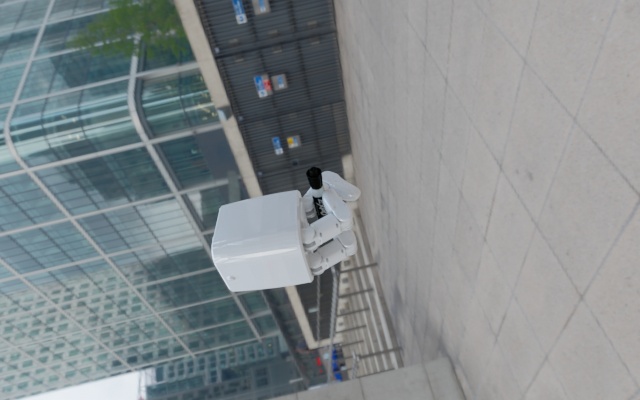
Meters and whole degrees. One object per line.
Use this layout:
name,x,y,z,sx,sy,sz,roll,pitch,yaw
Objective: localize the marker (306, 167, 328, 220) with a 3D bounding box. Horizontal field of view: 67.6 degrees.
marker,0.000,0.002,0.610,0.020,0.020,0.121,0,-40,11
